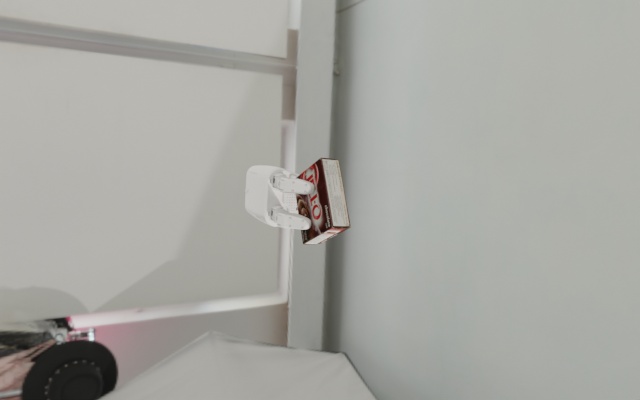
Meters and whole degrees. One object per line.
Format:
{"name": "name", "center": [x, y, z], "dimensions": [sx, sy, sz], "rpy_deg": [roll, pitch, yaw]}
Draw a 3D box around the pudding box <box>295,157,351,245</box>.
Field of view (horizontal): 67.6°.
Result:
{"name": "pudding box", "center": [0.000, 0.002, 0.734], "dimensions": [0.039, 0.113, 0.090], "rpy_deg": [-1, -19, -31]}
